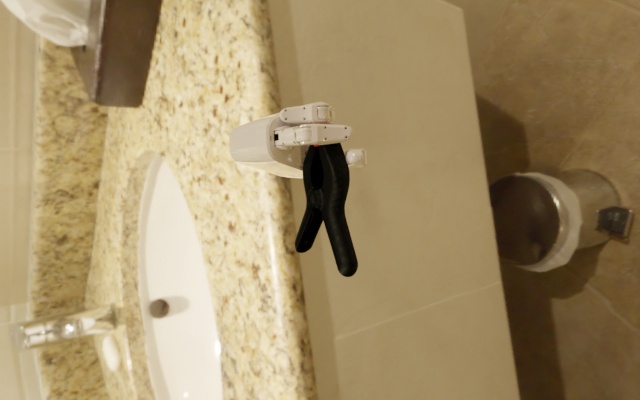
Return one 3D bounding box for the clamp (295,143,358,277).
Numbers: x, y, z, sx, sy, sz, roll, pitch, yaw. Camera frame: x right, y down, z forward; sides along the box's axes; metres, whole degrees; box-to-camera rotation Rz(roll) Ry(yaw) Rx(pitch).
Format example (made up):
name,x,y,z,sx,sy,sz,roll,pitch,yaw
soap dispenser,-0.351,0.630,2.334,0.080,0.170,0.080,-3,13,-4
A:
name,x,y,z,sx,sy,sz,roll,pitch,yaw
clamp,0.000,0.002,0.587,0.039,0.171,0.120,-5,4,-38
